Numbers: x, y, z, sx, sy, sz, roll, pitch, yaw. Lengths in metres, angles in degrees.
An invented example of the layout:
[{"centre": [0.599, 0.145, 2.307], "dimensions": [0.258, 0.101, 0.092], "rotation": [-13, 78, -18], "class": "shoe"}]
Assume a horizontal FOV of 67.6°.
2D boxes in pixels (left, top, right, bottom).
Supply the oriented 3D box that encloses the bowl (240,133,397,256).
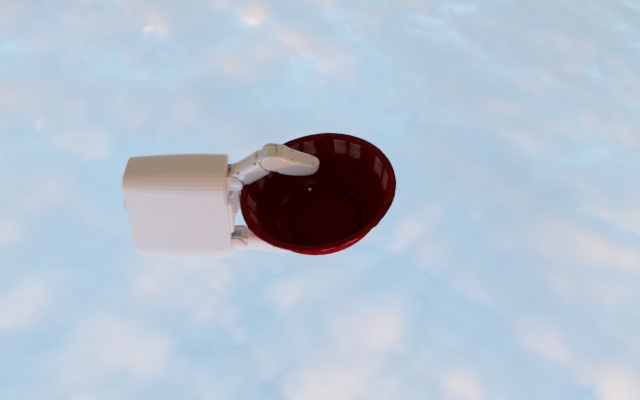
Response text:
[{"centre": [0.001, 0.002, 0.505], "dimensions": [0.162, 0.162, 0.055], "rotation": [0, -40, 13], "class": "bowl"}]
